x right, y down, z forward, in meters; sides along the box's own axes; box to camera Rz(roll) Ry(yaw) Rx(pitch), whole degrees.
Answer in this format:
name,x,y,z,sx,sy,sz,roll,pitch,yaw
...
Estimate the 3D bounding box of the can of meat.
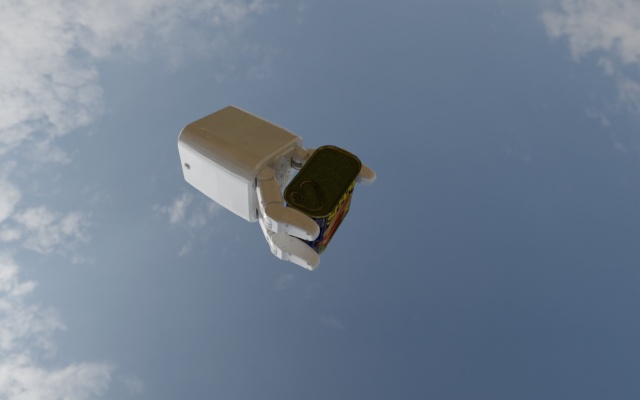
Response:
name,x,y,z,sx,sy,sz,roll,pitch,yaw
can of meat,0.000,0.002,0.548,0.057,0.102,0.084,26,-36,13
